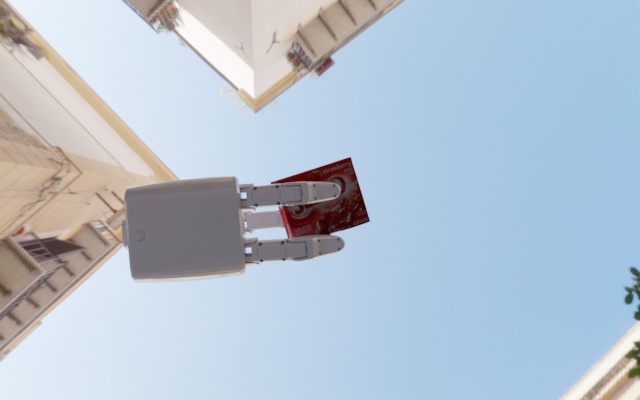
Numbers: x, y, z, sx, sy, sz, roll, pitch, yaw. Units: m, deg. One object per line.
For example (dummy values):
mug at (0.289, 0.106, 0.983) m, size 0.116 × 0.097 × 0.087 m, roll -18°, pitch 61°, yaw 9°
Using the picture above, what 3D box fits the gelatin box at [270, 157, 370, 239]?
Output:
gelatin box at (0.000, 0.002, 0.506) m, size 0.089 × 0.073 × 0.030 m, roll -18°, pitch 4°, yaw -17°
